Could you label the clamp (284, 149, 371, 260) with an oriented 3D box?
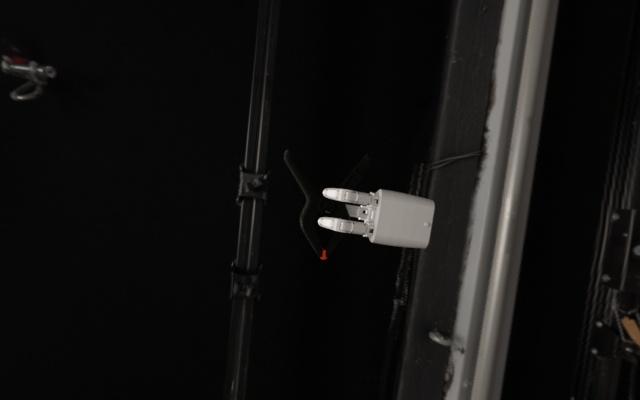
[{"bbox_3d":[0.000,0.004,0.899,0.164,0.210,0.036,9,1,-4],"label":"clamp"}]
